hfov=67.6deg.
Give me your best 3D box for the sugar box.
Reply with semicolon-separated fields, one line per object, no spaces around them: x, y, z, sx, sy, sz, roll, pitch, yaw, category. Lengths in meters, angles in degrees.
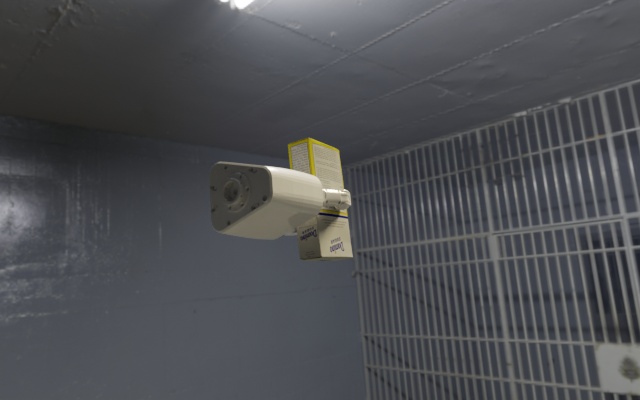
0.000;0.002;0.722;0.048;0.176;0.093;-11;-12;32;sugar box
